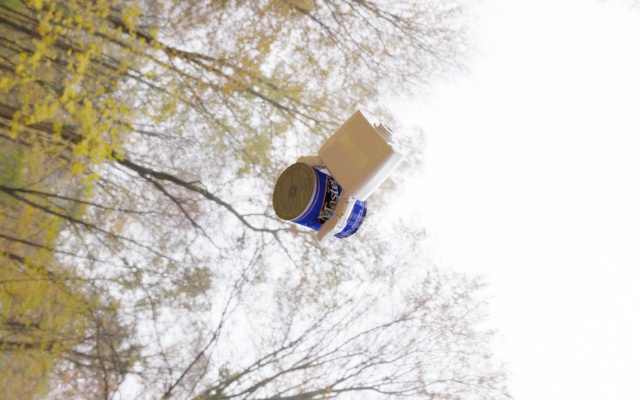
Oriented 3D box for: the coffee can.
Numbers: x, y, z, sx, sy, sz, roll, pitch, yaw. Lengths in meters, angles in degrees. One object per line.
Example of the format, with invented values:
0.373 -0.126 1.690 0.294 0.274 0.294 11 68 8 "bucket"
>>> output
0.000 0.003 0.851 0.103 0.102 0.140 0 -16 46 "coffee can"
